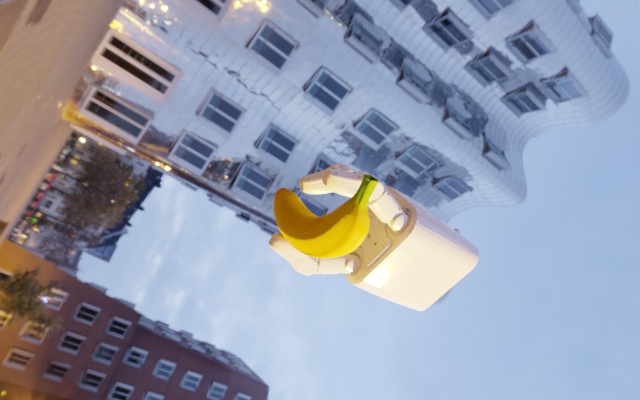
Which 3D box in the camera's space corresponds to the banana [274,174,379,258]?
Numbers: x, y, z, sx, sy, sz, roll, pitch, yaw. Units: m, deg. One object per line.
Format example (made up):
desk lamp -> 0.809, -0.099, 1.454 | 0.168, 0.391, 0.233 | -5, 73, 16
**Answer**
banana -> -0.004, 0.019, 0.450 | 0.037, 0.069, 0.198 | 24, -12, -25
